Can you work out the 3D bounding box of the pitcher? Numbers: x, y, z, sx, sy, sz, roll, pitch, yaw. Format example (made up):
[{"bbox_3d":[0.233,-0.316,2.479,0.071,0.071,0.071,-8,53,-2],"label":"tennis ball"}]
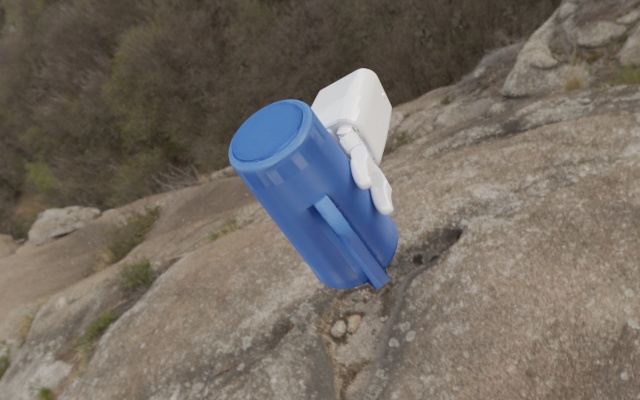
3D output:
[{"bbox_3d":[0.000,0.002,0.588,0.149,0.145,0.243,-3,-38,32],"label":"pitcher"}]
